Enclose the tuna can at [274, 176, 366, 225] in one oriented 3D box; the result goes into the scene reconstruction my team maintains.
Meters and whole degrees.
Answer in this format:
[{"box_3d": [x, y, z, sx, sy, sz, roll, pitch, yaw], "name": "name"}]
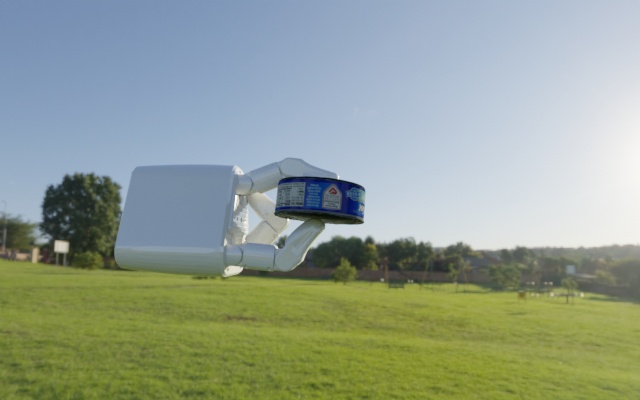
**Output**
[{"box_3d": [0.000, 0.001, 0.454, 0.086, 0.033, 0.086, 5, -8, 1], "name": "tuna can"}]
